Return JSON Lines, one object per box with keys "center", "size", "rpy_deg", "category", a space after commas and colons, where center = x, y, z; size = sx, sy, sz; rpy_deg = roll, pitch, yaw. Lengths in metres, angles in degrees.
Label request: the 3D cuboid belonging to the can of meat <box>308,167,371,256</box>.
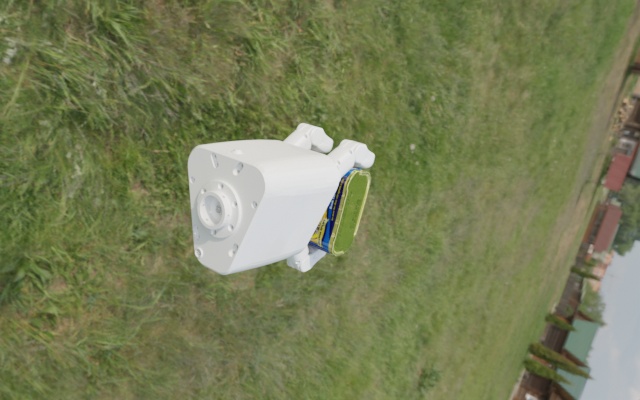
{"center": [0.000, 0.002, 0.531], "size": [0.084, 0.102, 0.057], "rpy_deg": [21, 14, 29], "category": "can of meat"}
